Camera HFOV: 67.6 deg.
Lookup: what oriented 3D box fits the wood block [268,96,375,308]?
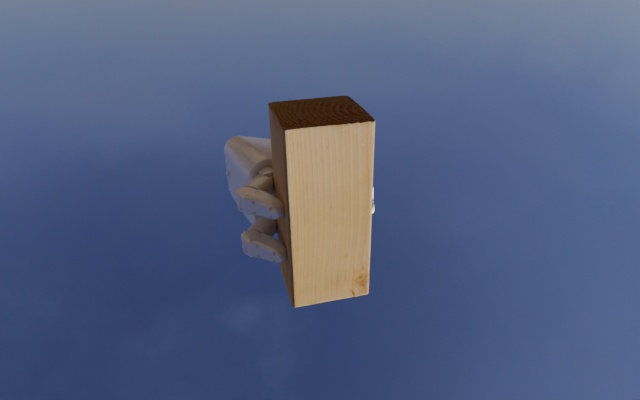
[{"bbox_3d":[0.000,0.002,0.520,0.091,0.206,0.090,-8,29,-12],"label":"wood block"}]
